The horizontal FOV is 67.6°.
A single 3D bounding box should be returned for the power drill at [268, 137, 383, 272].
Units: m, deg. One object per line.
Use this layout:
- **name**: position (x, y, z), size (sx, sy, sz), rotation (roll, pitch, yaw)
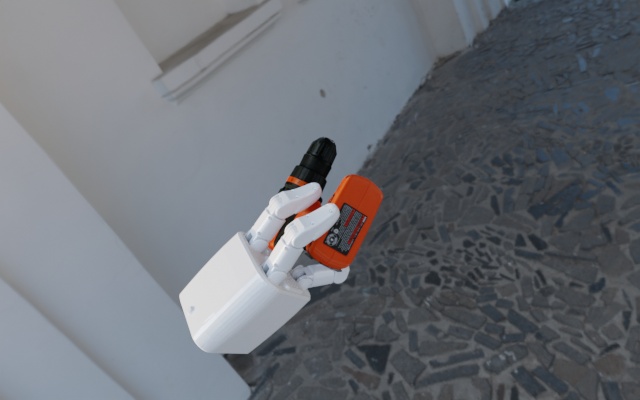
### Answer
- **power drill**: position (0.000, 0.002, 0.600), size (0.057, 0.184, 0.187), rotation (28, -6, -24)
